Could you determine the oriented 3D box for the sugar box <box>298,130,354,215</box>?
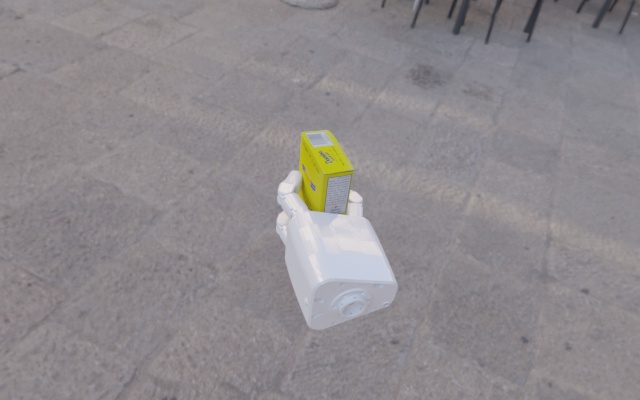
[{"bbox_3d":[0.000,0.002,0.650,0.048,0.176,0.093,-8,43,-18],"label":"sugar box"}]
